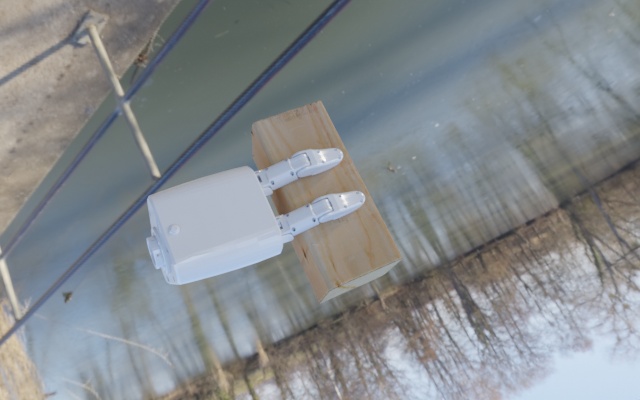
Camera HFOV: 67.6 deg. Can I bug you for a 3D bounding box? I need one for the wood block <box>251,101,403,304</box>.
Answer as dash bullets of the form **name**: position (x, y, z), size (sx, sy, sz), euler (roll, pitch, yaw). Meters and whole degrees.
- **wood block**: position (0.000, 0.002, 0.558), size (0.090, 0.206, 0.091), euler (-21, -16, -15)
